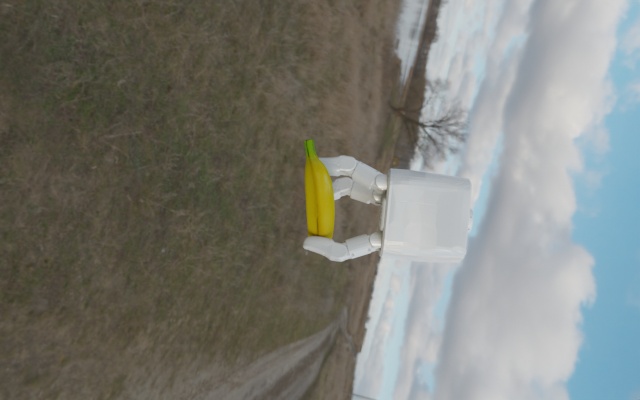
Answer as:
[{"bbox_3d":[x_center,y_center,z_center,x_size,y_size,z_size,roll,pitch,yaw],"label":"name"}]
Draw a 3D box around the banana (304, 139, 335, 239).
[{"bbox_3d":[0.000,0.014,0.635,0.037,0.069,0.198,-1,-42,1],"label":"banana"}]
